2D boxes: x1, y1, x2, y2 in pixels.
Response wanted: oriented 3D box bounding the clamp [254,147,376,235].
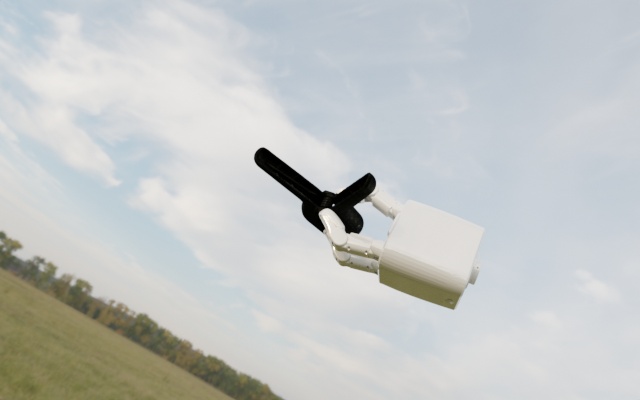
[{"bbox_3d":[0.001,0.002,0.657,0.164,0.036,0.210,19,-24,17],"label":"clamp"}]
